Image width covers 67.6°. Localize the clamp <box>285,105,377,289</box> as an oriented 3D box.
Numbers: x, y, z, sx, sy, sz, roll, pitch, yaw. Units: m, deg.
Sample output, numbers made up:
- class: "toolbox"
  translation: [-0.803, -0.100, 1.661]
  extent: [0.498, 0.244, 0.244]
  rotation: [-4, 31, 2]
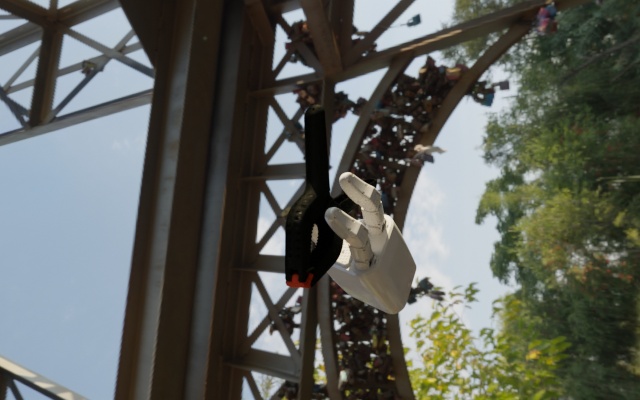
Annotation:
- class: "clamp"
  translation: [-0.001, 0.002, 0.571]
  extent: [0.036, 0.210, 0.165]
  rotation: [-4, -42, 37]
